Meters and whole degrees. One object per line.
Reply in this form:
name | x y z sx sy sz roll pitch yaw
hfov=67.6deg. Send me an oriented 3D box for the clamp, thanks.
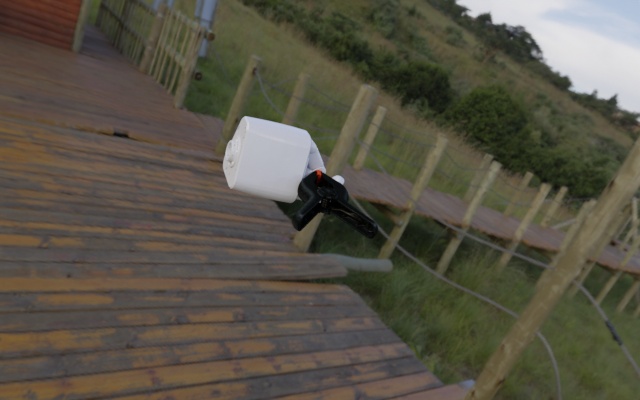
clamp | 0.000 0.002 0.702 0.120 0.039 0.171 8 23 -26
